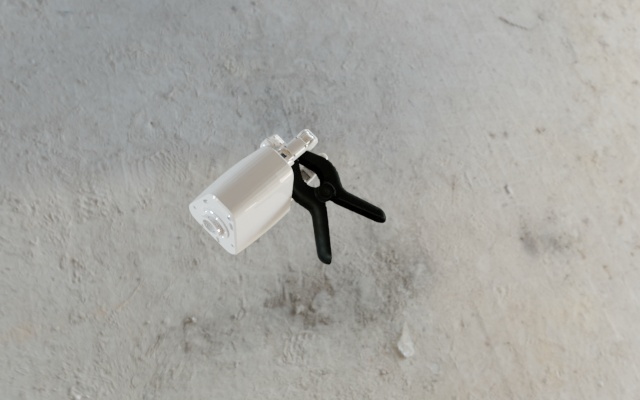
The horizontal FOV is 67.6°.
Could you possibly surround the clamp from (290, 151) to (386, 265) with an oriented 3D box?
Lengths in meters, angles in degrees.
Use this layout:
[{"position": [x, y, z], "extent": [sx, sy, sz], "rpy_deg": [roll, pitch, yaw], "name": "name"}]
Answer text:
[{"position": [0.000, 0.002, 0.670], "extent": [0.120, 0.171, 0.039], "rpy_deg": [-44, -3, -31], "name": "clamp"}]
